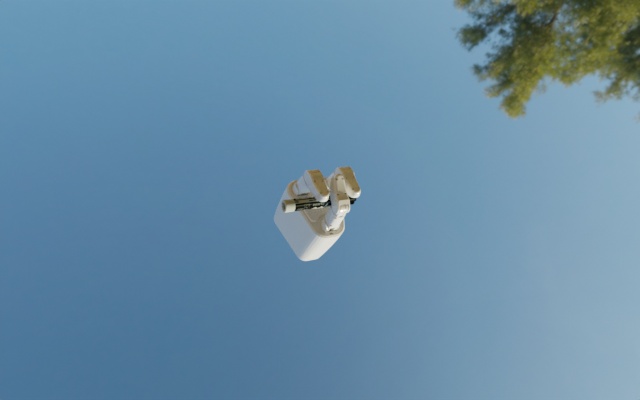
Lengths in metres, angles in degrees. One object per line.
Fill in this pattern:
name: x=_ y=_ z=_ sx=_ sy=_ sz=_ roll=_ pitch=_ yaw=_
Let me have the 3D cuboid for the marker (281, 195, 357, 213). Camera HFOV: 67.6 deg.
marker: x=0.000 y=0.002 z=0.721 sx=0.121 sy=0.020 sz=0.020 roll=-7 pitch=3 yaw=-26
